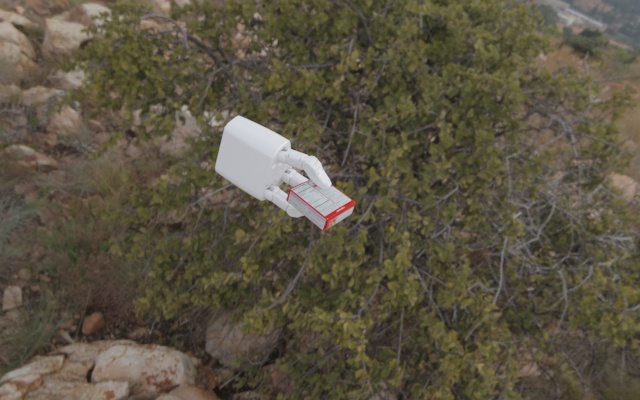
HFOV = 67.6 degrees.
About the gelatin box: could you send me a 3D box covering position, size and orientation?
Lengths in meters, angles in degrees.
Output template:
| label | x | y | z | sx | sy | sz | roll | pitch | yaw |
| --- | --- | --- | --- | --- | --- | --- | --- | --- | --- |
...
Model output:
| label | x | y | z | sx | sy | sz | roll | pitch | yaw |
| --- | --- | --- | --- | --- | --- | --- | --- | --- | --- |
| gelatin box | 0.000 | 0.002 | 0.784 | 0.089 | 0.030 | 0.073 | 37 | 43 | 24 |
